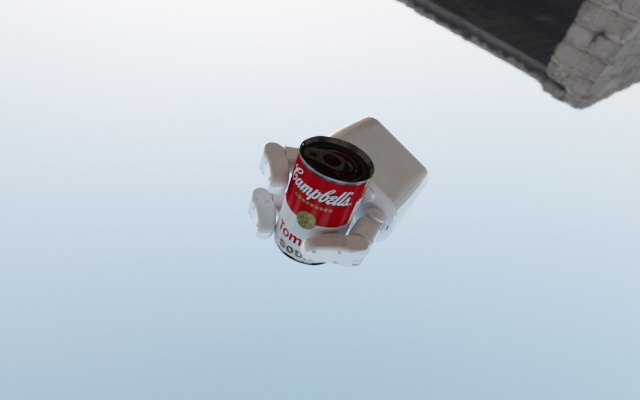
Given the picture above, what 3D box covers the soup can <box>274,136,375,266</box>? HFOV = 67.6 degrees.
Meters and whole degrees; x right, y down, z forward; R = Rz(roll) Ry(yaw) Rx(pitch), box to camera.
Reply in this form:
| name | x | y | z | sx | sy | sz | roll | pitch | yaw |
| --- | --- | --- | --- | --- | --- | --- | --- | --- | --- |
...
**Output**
| name | x | y | z | sx | sy | sz | roll | pitch | yaw |
| --- | --- | --- | --- | --- | --- | --- | --- | --- | --- |
| soup can | 0.000 | 0.002 | 0.439 | 0.068 | 0.102 | 0.068 | 13 | 37 | -10 |
